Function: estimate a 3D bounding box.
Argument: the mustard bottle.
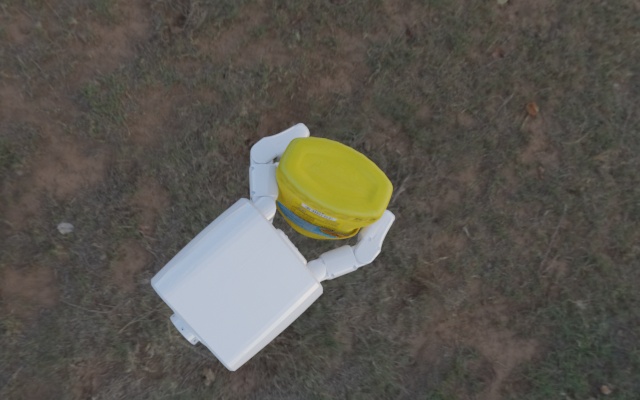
[{"bbox_3d":[0.000,0.001,0.474,0.096,0.058,0.192,24,-15,-2],"label":"mustard bottle"}]
